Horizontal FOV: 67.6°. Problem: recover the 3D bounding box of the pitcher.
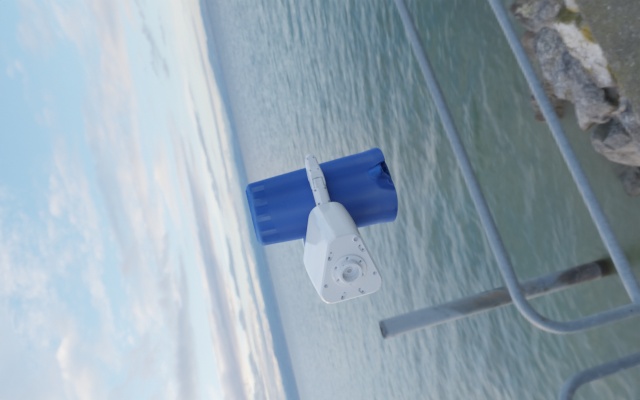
[{"bbox_3d":[0.000,0.003,0.828,0.243,0.149,0.145,-13,27,-8],"label":"pitcher"}]
